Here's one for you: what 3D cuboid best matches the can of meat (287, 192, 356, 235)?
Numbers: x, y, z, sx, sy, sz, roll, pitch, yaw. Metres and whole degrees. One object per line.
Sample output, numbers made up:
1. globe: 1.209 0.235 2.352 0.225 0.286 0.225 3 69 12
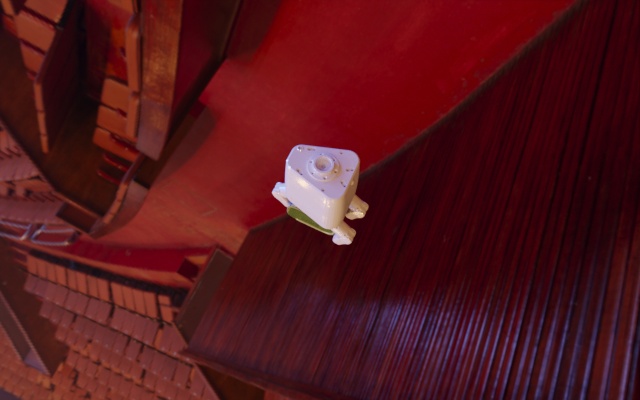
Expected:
1. can of meat: 0.000 0.003 0.859 0.102 0.084 0.057 24 -24 4
